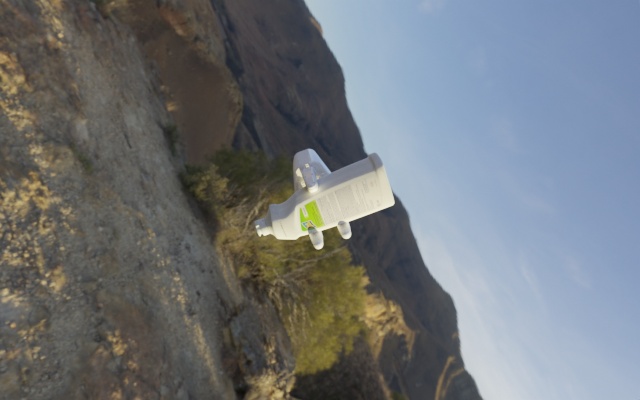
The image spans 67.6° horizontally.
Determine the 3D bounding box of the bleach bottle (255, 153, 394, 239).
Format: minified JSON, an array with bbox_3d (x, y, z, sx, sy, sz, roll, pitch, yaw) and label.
[{"bbox_3d":[0.000,0.003,0.865,0.251,0.103,0.068,-19,23,2],"label":"bleach bottle"}]
